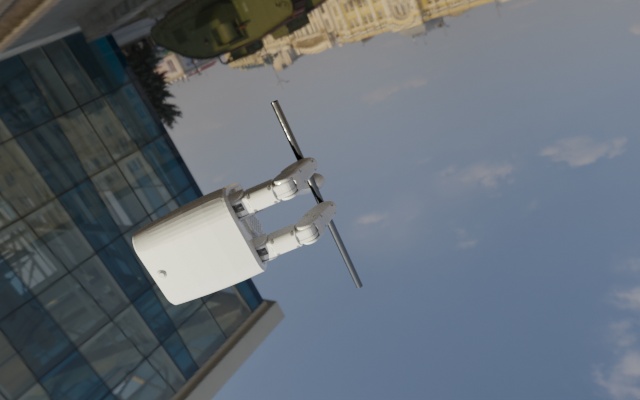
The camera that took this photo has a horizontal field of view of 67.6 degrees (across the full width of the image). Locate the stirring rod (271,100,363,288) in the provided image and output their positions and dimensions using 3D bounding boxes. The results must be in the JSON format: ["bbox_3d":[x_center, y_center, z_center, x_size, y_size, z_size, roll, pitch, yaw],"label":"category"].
[{"bbox_3d":[0.000,0.002,0.526,0.011,0.240,0.011,-21,23,9],"label":"stirring rod"}]
